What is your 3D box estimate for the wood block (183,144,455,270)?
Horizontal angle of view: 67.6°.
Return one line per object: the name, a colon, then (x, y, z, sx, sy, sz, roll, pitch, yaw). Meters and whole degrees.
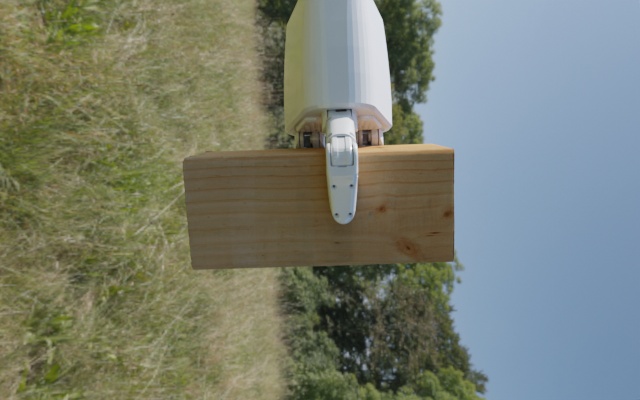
wood block: (0.000, 0.001, 0.408, 0.206, 0.090, 0.091, -2, 10, 2)
